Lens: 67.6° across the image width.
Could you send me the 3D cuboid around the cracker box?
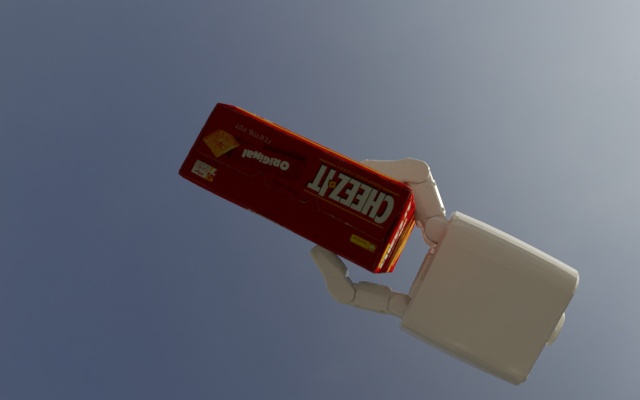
[{"bbox_3d":[0.000,0.002,0.435,0.164,0.072,0.214,25,-4,14],"label":"cracker box"}]
